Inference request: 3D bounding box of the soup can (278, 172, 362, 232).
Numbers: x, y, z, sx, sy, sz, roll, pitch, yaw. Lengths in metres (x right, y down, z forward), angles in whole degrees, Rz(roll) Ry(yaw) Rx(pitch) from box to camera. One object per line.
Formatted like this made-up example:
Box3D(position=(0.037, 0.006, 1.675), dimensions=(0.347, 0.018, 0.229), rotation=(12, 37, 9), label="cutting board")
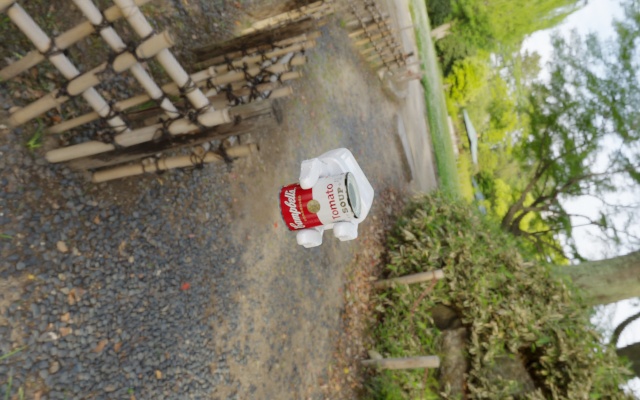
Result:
Box3D(position=(0.000, 0.002, 0.669), dimensions=(0.102, 0.068, 0.068), rotation=(-11, -4, 18), label="soup can")
